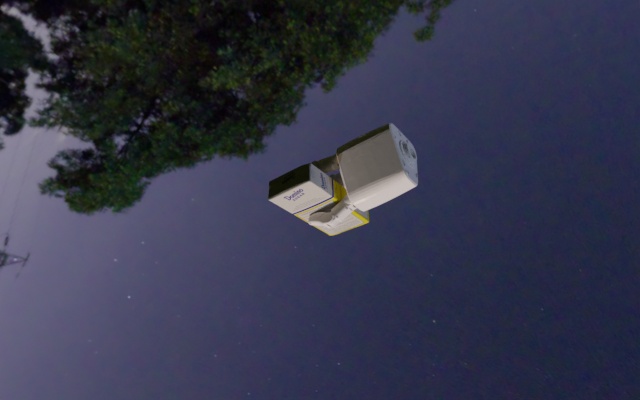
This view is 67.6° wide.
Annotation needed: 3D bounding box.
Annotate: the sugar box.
[{"bbox_3d":[0.000,0.002,0.845,0.093,0.048,0.176,-23,-40,30],"label":"sugar box"}]
